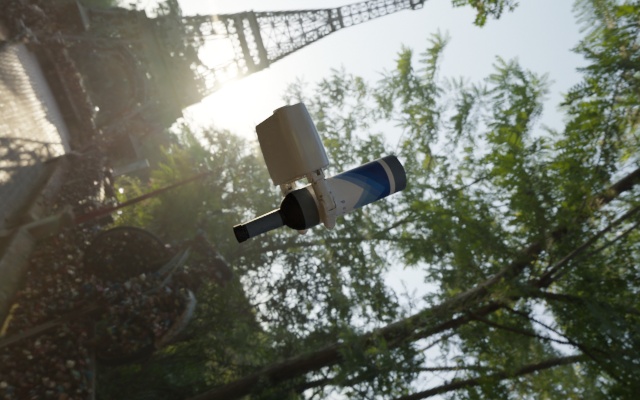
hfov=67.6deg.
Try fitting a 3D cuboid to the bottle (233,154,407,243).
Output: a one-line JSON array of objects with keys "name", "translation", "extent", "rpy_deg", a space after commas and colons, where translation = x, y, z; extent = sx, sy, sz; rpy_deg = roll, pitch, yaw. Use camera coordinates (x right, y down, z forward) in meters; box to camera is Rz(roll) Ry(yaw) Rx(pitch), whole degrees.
[{"name": "bottle", "translation": [0.000, 0.003, 0.781], "extent": [0.295, 0.069, 0.069], "rpy_deg": [-21, 7, -18]}]
